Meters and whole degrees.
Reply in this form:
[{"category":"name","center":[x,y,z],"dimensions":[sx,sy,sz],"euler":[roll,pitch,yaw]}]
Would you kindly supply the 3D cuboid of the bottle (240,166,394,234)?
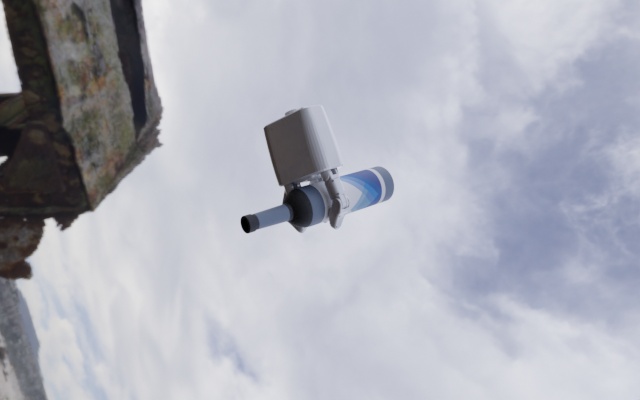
[{"category":"bottle","center":[0.000,0.003,0.796],"dimensions":[0.295,0.069,0.069],"euler":[-17,10,-37]}]
